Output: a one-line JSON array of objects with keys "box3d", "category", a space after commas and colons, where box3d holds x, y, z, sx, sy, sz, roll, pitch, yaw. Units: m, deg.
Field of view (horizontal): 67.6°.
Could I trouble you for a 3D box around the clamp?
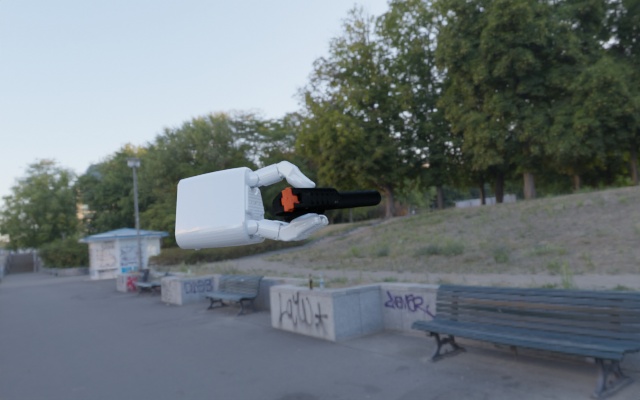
[{"box3d": [0.000, 0.001, 0.684, 0.164, 0.036, 0.210, -11, -6, 10], "category": "clamp"}]
